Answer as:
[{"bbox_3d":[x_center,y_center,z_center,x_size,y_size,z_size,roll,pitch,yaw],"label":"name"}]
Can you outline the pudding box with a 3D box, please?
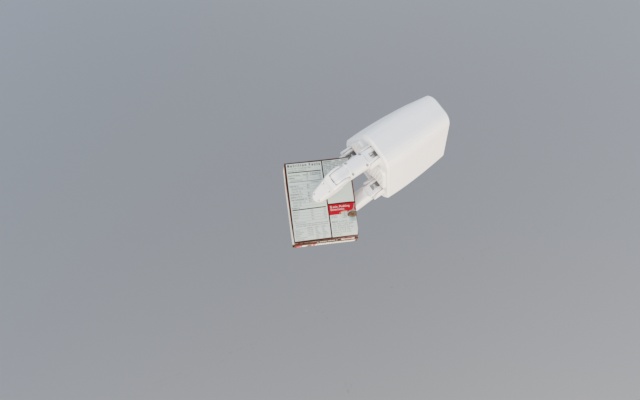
[{"bbox_3d":[0.000,0.002,0.638,0.090,0.113,0.039,-6,-13,-5],"label":"pudding box"}]
